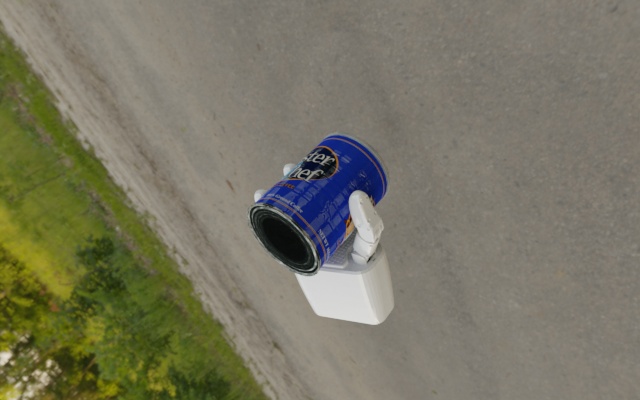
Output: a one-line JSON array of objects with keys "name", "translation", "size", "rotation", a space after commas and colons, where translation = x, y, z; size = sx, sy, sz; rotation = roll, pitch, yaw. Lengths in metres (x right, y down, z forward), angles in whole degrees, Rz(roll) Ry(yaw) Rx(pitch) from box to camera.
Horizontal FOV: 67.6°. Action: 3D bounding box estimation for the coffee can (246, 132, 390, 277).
[{"name": "coffee can", "translation": [0.000, 0.002, 0.548], "size": [0.103, 0.103, 0.140], "rotation": [0, 37, 49]}]
